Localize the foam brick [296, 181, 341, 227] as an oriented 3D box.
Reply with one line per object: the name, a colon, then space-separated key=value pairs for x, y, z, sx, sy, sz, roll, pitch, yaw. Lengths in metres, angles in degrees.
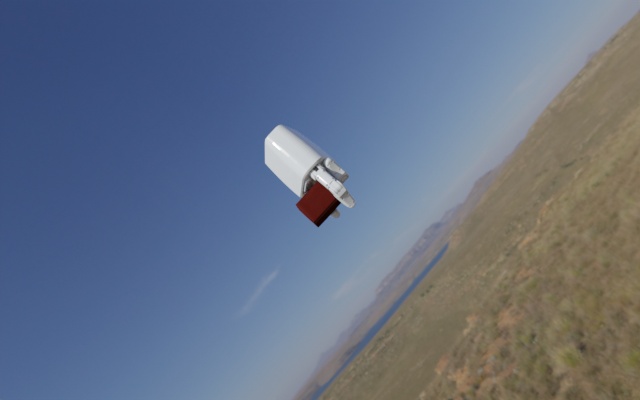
foam brick: x=0.000 y=0.003 z=0.889 sx=0.051 sy=0.078 sz=0.053 roll=41 pitch=-6 yaw=13
